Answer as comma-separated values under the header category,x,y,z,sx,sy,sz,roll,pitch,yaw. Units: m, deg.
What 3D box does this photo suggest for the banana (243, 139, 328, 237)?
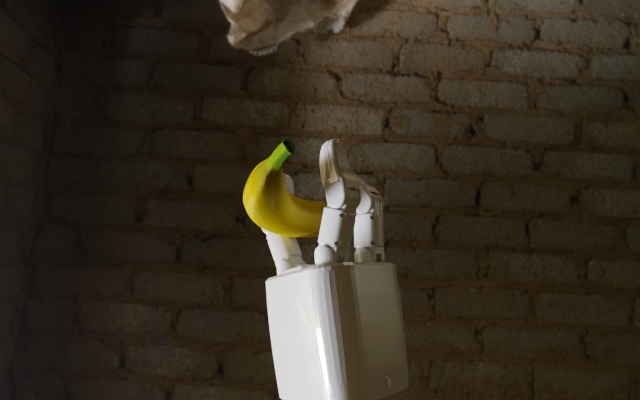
category,x,y,z,sx,sy,sz,roll,pitch,yaw
banana,-0.018,0.007,0.423,0.069,0.037,0.198,-21,-20,12
